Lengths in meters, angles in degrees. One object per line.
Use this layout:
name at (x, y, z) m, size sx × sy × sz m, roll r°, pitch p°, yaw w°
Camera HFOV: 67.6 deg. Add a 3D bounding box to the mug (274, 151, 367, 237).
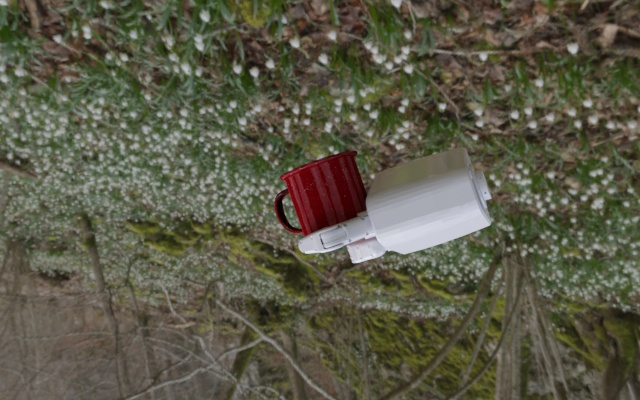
mug at (-0.001, 0.002, 0.541) m, size 0.117 × 0.081 × 0.093 m, roll -20°, pitch -3°, yaw 22°
